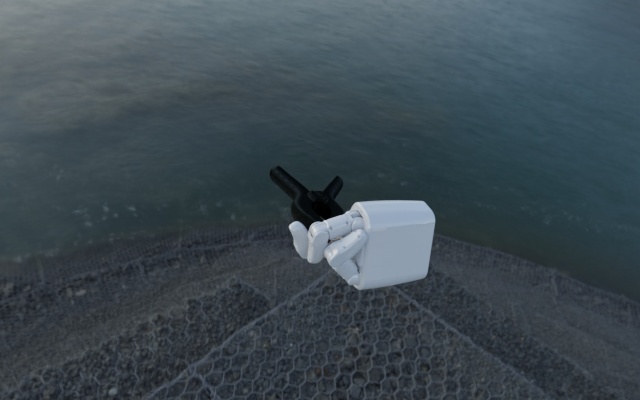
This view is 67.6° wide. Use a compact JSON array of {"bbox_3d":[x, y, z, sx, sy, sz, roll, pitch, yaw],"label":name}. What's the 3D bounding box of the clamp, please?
[{"bbox_3d":[0.000,0.002,0.708,0.120,0.039,0.171,-2,38,-23],"label":"clamp"}]
